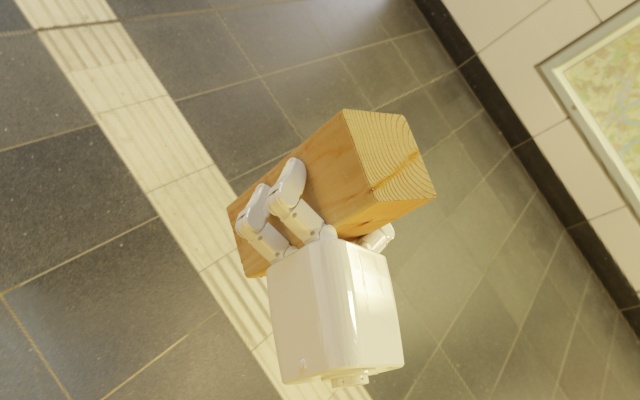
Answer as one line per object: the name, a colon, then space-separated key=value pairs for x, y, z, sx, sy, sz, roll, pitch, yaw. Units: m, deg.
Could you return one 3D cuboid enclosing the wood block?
wood block: x=0.001 y=0.002 z=0.490 sx=0.091 sy=0.090 sz=0.206 roll=-4 pitch=-22 yaw=-43
